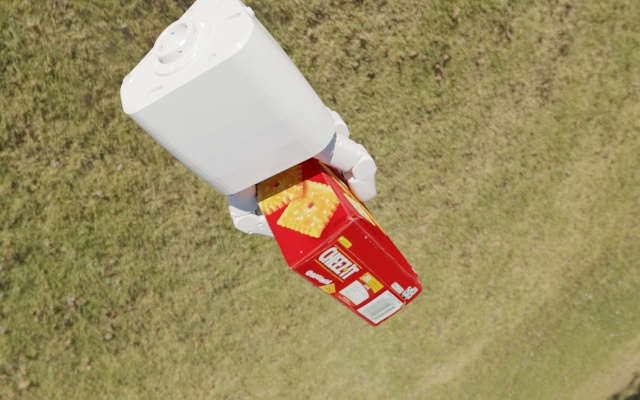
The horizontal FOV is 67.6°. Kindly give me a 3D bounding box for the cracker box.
[{"bbox_3d":[0.000,0.002,0.477,0.072,0.213,0.164,-37,-42,8],"label":"cracker box"}]
